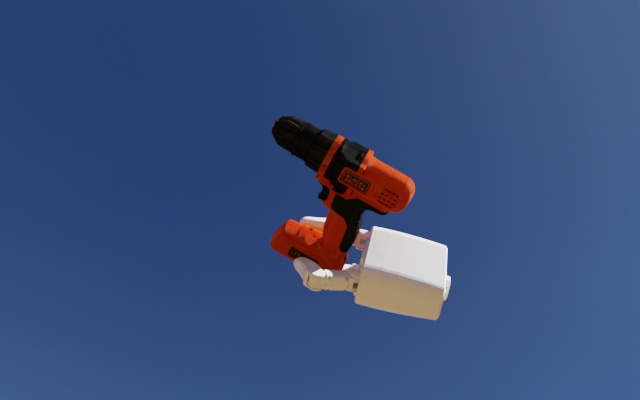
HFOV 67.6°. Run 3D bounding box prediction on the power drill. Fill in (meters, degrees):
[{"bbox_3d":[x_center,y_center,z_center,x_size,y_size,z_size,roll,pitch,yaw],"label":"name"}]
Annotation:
[{"bbox_3d":[0.000,0.002,0.604,0.184,0.188,0.057,30,39,4],"label":"power drill"}]
